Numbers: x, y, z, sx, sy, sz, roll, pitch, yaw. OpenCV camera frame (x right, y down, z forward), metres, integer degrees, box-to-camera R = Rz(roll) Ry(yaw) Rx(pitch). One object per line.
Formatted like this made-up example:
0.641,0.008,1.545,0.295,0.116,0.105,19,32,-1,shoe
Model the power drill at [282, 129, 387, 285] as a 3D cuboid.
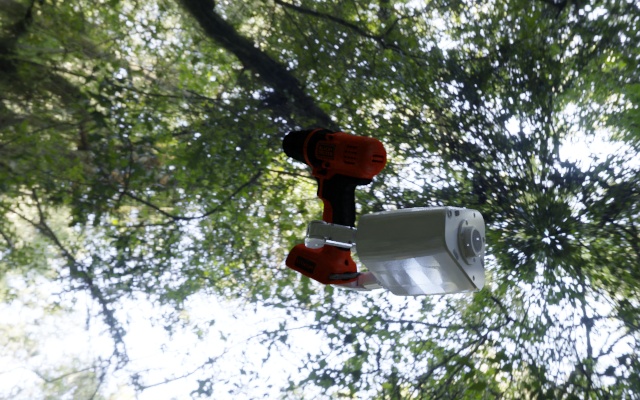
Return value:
0.000,0.003,0.617,0.057,0.188,0.184,0,10,-36,power drill
